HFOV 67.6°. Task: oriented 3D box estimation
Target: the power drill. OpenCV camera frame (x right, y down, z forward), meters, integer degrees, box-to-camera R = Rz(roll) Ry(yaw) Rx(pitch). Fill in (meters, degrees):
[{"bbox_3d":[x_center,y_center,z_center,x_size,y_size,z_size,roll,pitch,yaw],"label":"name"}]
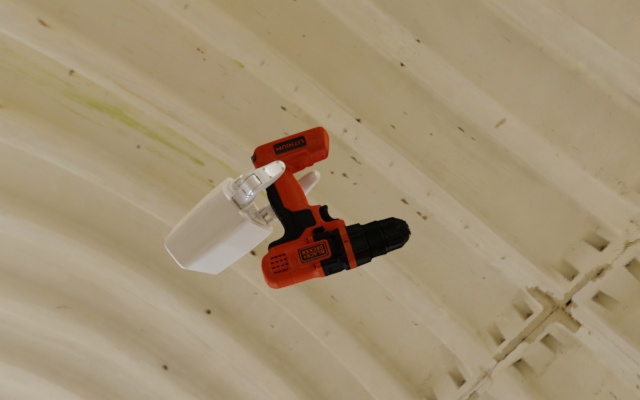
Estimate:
[{"bbox_3d":[0.000,0.002,0.600,0.184,0.187,0.057,-17,-25,-2],"label":"power drill"}]
